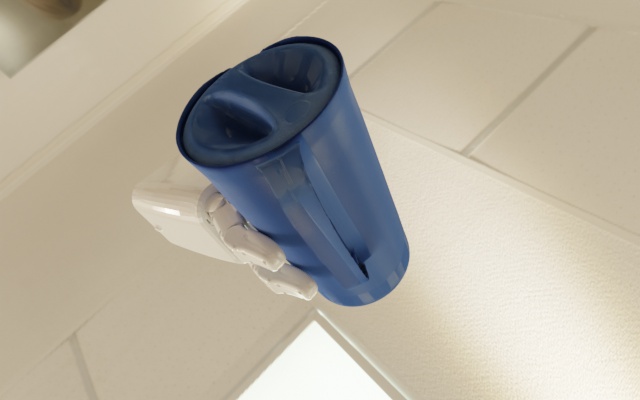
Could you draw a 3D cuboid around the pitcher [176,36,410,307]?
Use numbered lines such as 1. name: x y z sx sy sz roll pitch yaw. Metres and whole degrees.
1. pitcher: 0.000 0.001 0.411 0.145 0.149 0.243 8 -33 34
